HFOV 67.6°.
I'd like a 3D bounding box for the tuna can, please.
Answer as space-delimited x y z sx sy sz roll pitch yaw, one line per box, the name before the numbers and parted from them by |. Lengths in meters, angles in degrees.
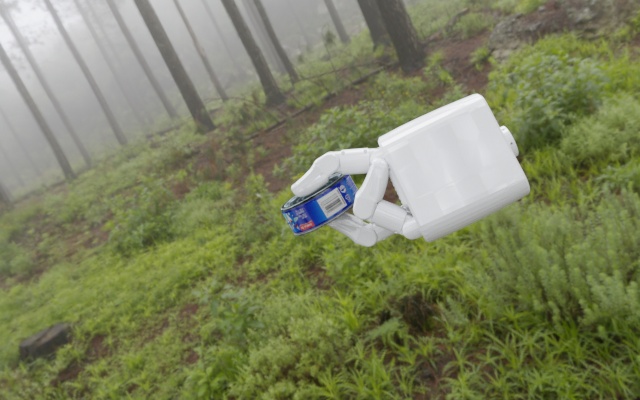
tuna can | 0.000 0.001 0.522 0.086 0.034 0.086 -30 9 5
